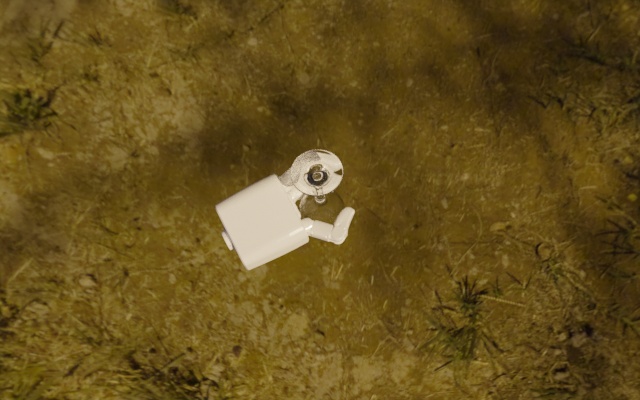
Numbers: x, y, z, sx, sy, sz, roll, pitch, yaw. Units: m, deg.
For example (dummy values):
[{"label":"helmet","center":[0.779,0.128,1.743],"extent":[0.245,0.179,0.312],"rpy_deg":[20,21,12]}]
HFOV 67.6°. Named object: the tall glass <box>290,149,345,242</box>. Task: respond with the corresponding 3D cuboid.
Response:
[{"label":"tall glass","center":[0.000,0.002,0.754],"extent":[0.079,0.079,0.201],"rpy_deg":[0,-25,4]}]
